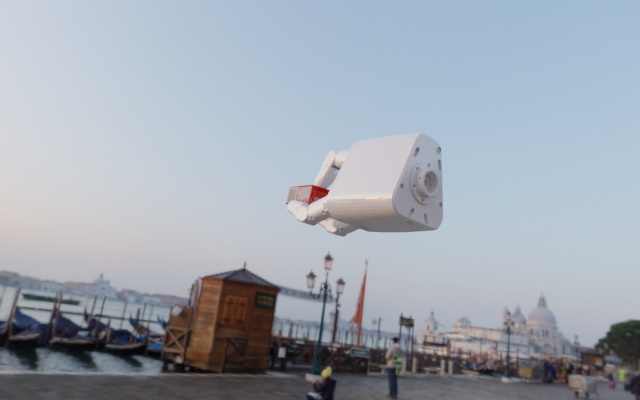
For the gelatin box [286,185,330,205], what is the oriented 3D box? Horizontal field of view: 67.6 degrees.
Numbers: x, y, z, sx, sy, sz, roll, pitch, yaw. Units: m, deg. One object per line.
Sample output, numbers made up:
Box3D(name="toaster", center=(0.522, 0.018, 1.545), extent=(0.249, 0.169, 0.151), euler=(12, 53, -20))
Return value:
Box3D(name="gelatin box", center=(0.000, 0.002, 0.693), extent=(0.073, 0.030, 0.089), euler=(17, -8, -25))
